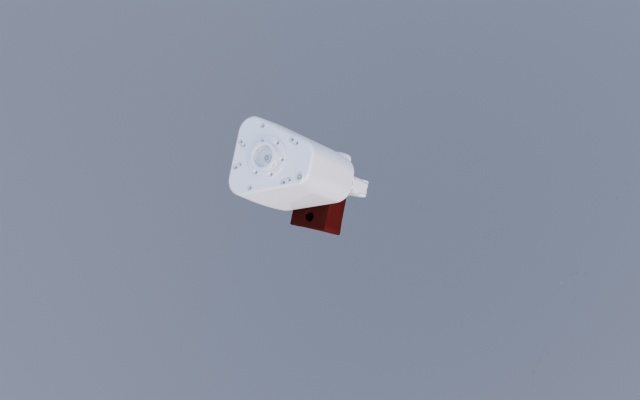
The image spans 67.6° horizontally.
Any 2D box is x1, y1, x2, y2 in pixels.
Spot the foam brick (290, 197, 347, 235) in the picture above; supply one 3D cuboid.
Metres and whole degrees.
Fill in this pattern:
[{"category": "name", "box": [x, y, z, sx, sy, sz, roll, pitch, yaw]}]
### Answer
[{"category": "foam brick", "box": [0.000, 0.002, 0.634, 0.053, 0.078, 0.051, 9, -4, 27]}]
